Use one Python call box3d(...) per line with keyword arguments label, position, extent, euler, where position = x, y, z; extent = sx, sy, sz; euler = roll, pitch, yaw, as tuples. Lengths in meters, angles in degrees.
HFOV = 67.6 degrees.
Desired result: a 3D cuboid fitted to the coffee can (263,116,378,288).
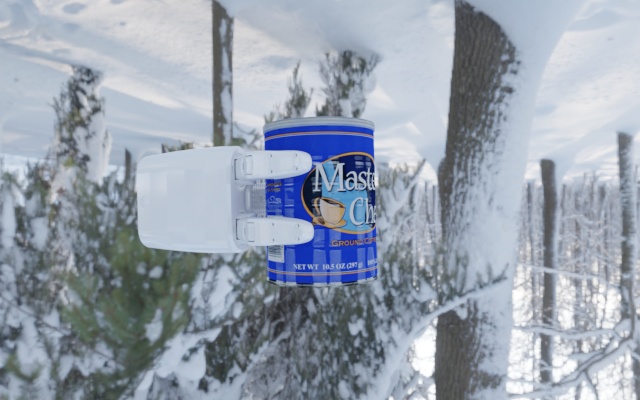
box3d(label="coffee can", position=(0.000, 0.001, 0.438), extent=(0.103, 0.140, 0.103), euler=(-1, 0, 0))
